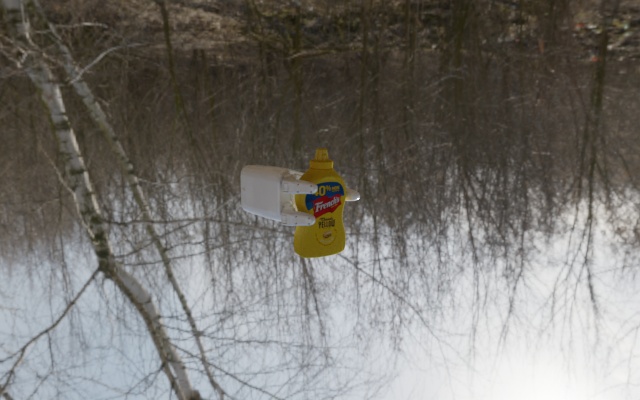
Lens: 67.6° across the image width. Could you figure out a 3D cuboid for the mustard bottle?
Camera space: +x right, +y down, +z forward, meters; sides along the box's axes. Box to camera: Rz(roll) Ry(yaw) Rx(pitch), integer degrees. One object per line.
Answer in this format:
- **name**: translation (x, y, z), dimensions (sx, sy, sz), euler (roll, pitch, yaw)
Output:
- **mustard bottle**: translation (0.000, 0.003, 0.855), dimensions (0.096, 0.192, 0.058), euler (-6, 15, -27)
